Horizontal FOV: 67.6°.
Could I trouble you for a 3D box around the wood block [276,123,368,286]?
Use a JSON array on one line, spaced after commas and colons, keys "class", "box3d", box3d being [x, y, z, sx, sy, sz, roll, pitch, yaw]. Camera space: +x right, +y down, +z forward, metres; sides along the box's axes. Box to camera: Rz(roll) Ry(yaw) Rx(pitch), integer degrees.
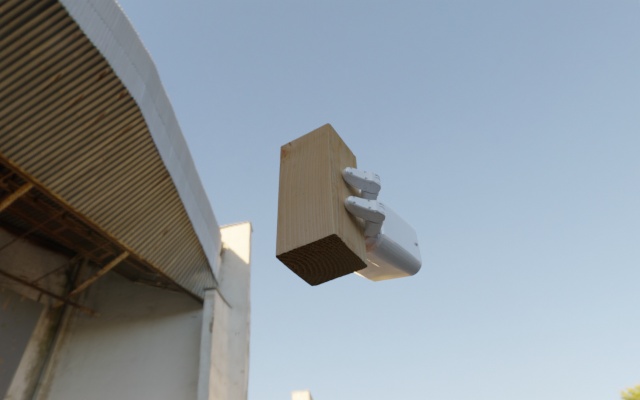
[{"class": "wood block", "box3d": [0.000, 0.002, 0.677, 0.091, 0.206, 0.090, -24, -46, 23]}]
